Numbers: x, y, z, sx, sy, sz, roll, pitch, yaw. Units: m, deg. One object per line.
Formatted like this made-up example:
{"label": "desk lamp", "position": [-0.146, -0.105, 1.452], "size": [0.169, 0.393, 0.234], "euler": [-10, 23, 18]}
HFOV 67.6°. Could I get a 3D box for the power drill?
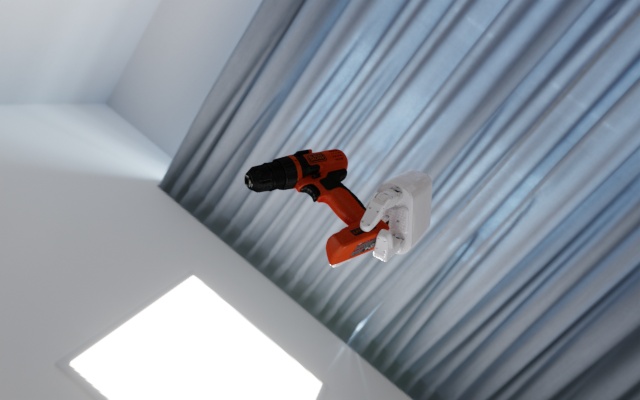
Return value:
{"label": "power drill", "position": [0.001, 0.003, 0.715], "size": [0.184, 0.187, 0.057], "euler": [-16, -30, -34]}
